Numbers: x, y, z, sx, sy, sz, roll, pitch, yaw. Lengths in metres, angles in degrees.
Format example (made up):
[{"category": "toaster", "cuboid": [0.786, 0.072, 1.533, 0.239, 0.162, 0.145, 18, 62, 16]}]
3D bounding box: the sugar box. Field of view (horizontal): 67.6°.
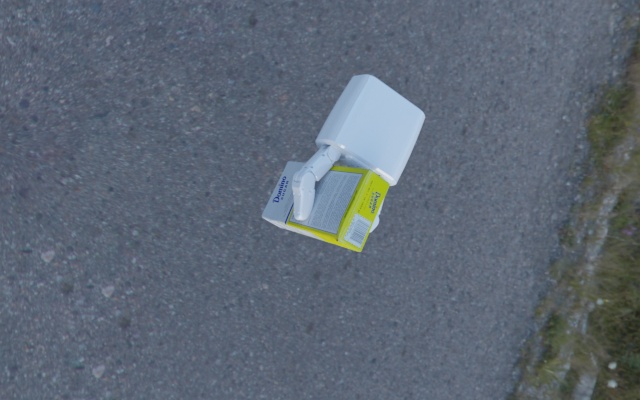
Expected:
[{"category": "sugar box", "cuboid": [0.001, 0.002, 0.621, 0.048, 0.093, 0.176, 32, -11, -33]}]
